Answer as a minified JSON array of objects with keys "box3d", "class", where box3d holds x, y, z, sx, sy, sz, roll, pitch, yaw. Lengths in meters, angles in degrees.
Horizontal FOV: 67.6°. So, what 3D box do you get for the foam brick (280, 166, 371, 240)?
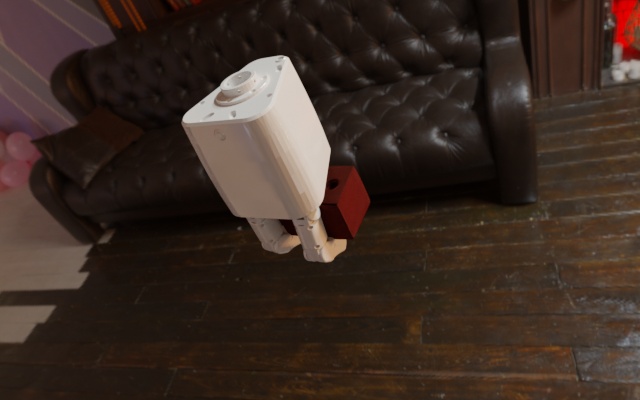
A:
[{"box3d":[0.000,0.002,0.472,0.078,0.051,0.053,1,45,30],"class":"foam brick"}]
